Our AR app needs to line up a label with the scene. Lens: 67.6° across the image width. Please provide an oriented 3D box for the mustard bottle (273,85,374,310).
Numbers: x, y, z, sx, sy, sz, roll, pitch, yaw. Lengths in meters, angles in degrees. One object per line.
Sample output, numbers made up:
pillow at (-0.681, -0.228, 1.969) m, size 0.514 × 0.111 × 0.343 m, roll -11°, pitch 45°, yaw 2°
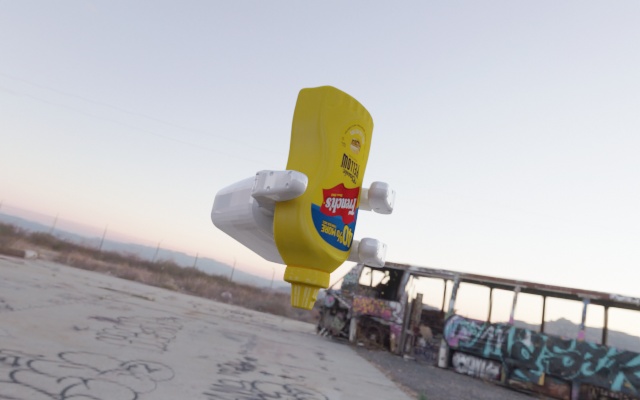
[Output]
mustard bottle at (0.000, 0.001, 0.433) m, size 0.058 × 0.191 × 0.096 m, roll 3°, pitch -16°, yaw 32°
